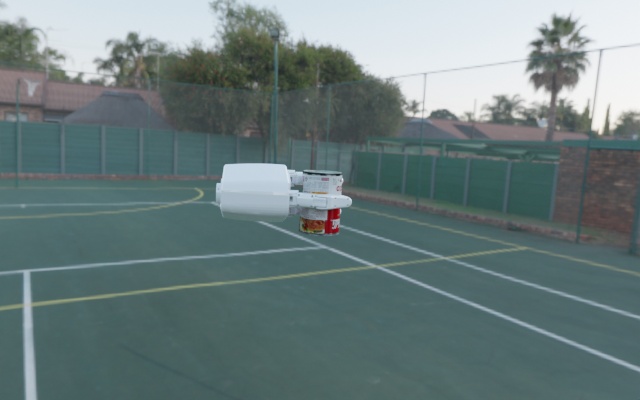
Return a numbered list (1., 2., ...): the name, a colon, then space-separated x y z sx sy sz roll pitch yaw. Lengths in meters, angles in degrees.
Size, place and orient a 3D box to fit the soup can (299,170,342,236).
1. soup can: 0.001 0.002 0.794 0.068 0.102 0.068 3 7 0
